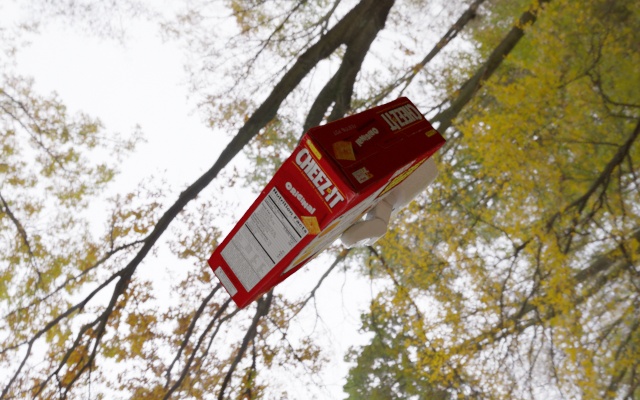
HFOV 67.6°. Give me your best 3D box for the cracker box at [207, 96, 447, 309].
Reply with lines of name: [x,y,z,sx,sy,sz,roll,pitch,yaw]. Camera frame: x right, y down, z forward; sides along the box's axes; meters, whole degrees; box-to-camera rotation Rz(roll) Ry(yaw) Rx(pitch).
cracker box: [0.000,0.002,0.476,0.164,0.072,0.214,-30,-13,-47]
